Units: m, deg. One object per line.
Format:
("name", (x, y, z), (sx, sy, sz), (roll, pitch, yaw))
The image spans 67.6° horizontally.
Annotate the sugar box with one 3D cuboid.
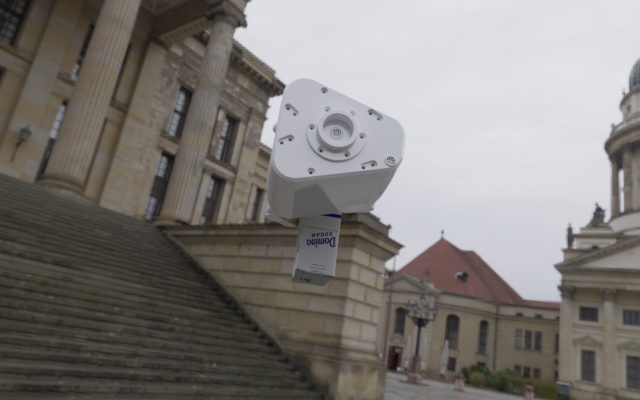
("sugar box", (0.000, 0.002, 0.532), (0.048, 0.176, 0.093), (11, -17, -3))
